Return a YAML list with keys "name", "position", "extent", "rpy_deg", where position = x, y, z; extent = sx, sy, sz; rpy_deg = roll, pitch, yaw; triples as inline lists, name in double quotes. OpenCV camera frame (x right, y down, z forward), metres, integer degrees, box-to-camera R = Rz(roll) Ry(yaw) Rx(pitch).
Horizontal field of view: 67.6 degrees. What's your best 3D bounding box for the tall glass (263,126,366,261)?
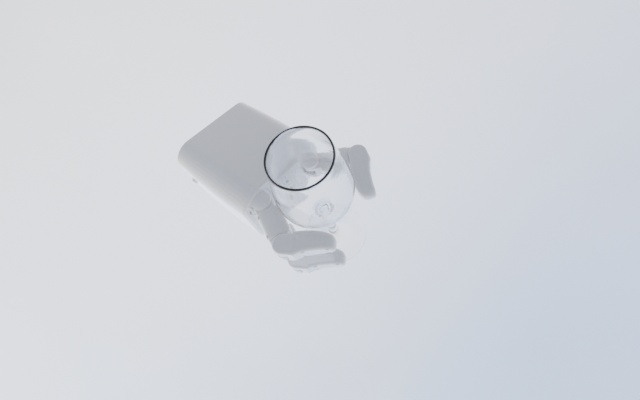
- name: "tall glass"
  position: [0.000, 0.002, 0.487]
  extent: [0.079, 0.079, 0.201]
  rpy_deg: [0, -22, 11]
